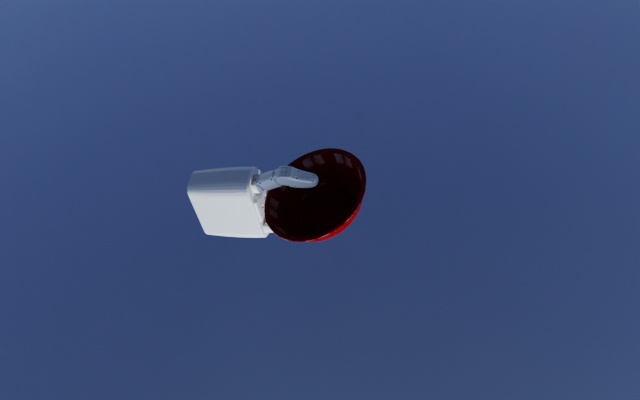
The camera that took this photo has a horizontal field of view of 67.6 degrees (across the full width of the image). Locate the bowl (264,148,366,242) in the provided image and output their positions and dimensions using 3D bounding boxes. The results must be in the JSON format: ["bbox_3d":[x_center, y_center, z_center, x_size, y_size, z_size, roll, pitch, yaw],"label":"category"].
[{"bbox_3d":[0.001,0.003,0.701,0.162,0.162,0.055,0,-33,30],"label":"bowl"}]
